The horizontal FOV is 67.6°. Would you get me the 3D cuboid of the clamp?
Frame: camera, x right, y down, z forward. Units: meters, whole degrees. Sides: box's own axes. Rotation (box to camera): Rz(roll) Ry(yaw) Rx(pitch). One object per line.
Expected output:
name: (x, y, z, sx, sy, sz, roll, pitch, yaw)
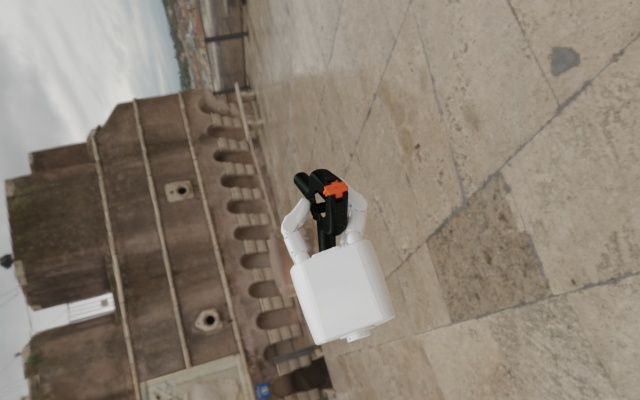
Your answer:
clamp: (-0.001, 0.002, 0.687, 0.036, 0.164, 0.210, -17, -18, -13)
